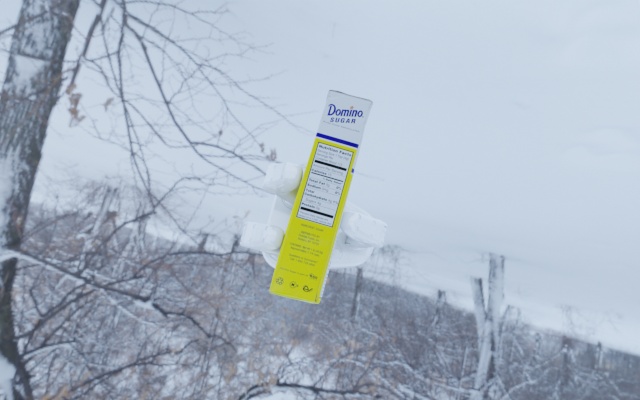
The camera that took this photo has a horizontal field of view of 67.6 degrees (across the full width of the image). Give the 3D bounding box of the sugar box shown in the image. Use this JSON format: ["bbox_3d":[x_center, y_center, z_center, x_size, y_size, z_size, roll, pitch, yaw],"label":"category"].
[{"bbox_3d":[-0.001,0.001,0.428,0.048,0.176,0.093,14,-11,0],"label":"sugar box"}]
